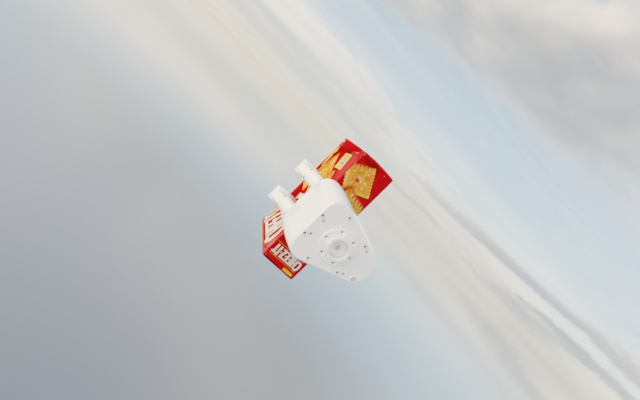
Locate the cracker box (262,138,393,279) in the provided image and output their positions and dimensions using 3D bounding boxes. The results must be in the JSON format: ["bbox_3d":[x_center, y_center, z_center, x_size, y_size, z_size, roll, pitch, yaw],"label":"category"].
[{"bbox_3d":[0.000,0.003,0.768,0.072,0.214,0.164,45,6,-15],"label":"cracker box"}]
